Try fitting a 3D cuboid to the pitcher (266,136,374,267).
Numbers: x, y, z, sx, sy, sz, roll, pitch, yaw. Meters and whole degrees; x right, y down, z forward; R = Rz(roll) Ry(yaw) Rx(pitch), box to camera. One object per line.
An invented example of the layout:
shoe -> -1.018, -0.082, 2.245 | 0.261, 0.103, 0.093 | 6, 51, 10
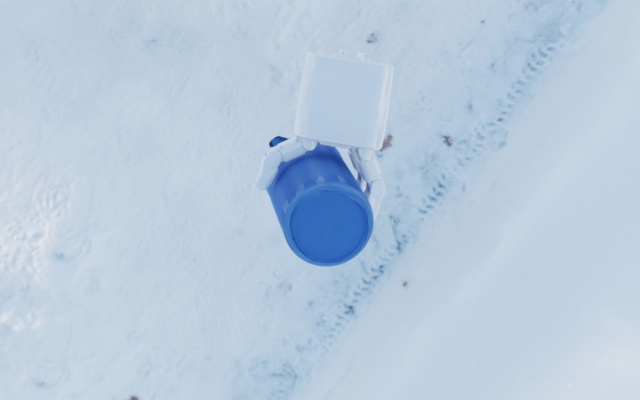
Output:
pitcher -> 0.000, 0.002, 0.666 | 0.149, 0.145, 0.242 | 5, 17, -11
